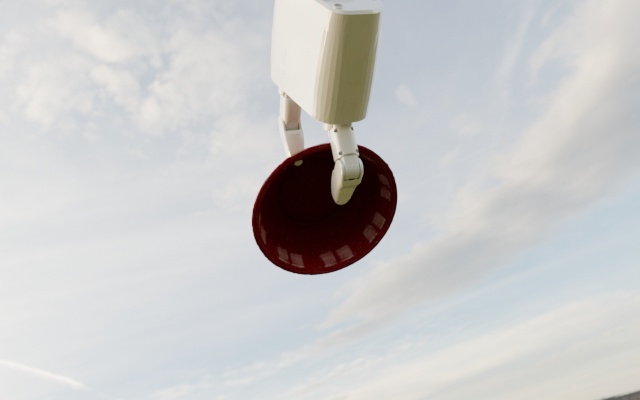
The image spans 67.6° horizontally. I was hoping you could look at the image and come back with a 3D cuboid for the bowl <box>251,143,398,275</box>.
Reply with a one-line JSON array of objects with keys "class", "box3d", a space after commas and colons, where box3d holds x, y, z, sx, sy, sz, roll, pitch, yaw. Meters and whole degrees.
[{"class": "bowl", "box3d": [0.000, 0.003, 0.524, 0.162, 0.162, 0.055, 0, 28, -20]}]
